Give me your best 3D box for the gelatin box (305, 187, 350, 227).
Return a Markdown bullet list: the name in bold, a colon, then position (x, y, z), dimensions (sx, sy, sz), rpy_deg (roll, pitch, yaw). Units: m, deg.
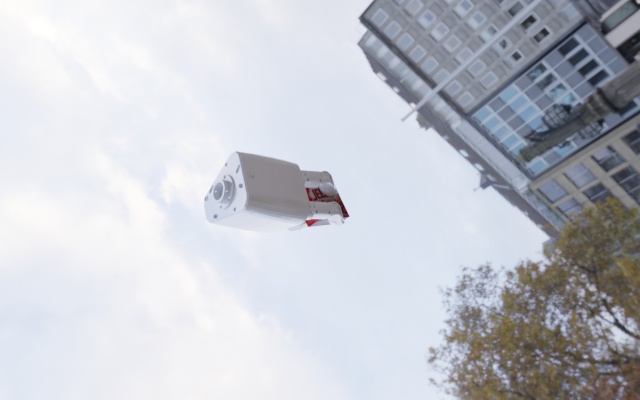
- **gelatin box**: position (0.000, 0.003, 0.773), dimensions (0.030, 0.073, 0.089), rpy_deg (-36, -20, 32)
